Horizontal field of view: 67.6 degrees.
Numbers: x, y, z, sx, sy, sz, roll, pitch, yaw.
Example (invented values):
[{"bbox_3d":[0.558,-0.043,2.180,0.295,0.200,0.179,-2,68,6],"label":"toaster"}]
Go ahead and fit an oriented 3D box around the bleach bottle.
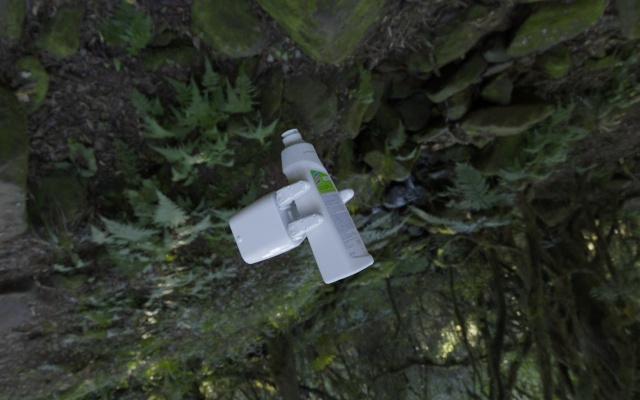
[{"bbox_3d":[0.000,0.003,0.781,0.068,0.251,0.102,-25,-7,26],"label":"bleach bottle"}]
